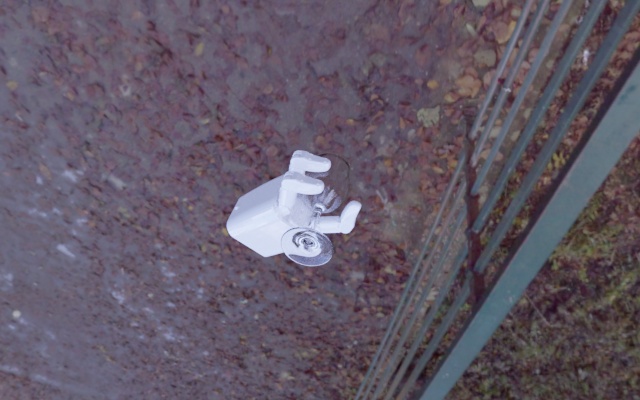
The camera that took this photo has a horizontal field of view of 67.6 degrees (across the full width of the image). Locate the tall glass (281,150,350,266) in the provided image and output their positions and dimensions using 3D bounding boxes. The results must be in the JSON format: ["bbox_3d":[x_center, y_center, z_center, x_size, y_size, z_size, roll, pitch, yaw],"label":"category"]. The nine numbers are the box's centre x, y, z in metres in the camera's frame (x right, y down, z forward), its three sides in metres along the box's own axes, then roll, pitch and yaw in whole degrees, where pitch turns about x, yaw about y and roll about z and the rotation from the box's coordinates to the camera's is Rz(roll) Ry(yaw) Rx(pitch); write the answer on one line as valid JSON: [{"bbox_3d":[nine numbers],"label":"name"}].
[{"bbox_3d":[0.000,0.003,0.731,0.079,0.079,0.201,0,39,15],"label":"tall glass"}]
